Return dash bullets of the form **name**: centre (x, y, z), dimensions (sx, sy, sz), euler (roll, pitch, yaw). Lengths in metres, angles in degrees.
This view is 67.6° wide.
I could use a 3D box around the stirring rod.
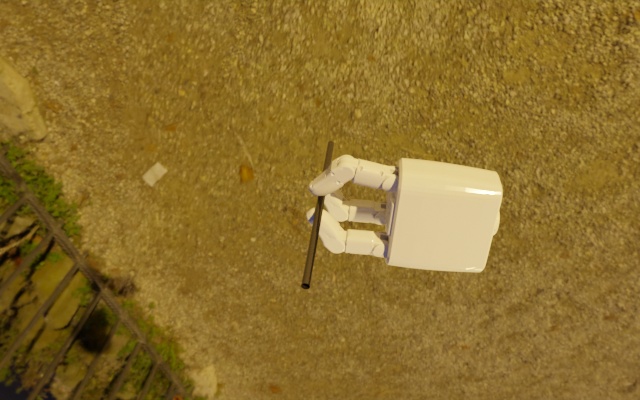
- **stirring rod**: centre (0.000, 0.002, 0.516), dimensions (0.011, 0.011, 0.239), euler (0, 38, 8)
